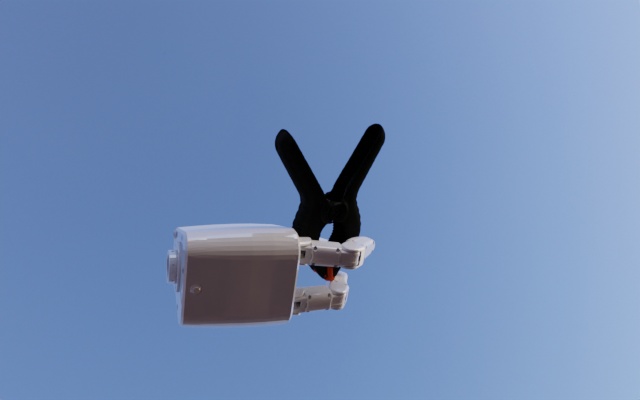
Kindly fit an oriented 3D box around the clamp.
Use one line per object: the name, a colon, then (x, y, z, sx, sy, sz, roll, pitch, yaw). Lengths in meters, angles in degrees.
clamp: (0.000, 0.002, 0.485, 0.120, 0.171, 0.039, 3, 15, -26)
